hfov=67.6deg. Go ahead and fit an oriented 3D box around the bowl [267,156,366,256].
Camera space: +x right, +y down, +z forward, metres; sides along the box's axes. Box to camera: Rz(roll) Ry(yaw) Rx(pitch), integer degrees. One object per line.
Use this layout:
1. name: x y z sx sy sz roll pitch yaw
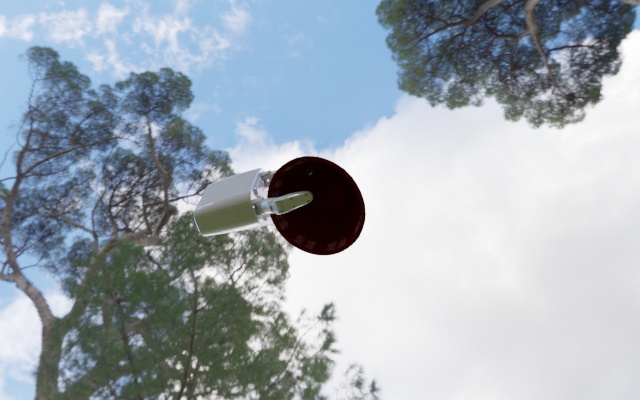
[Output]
1. bowl: 0.002 0.002 0.747 0.162 0.162 0.055 0 20 23
